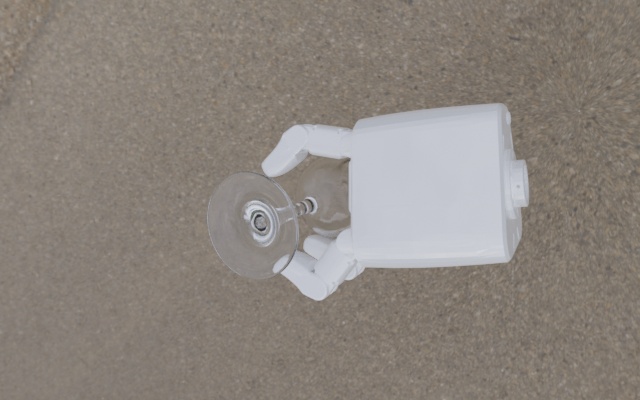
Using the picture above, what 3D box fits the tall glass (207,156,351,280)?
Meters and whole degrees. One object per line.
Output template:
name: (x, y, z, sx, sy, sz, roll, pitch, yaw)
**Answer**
tall glass: (0.000, 0.001, 0.405, 0.079, 0.079, 0.201, 0, 9, 28)
